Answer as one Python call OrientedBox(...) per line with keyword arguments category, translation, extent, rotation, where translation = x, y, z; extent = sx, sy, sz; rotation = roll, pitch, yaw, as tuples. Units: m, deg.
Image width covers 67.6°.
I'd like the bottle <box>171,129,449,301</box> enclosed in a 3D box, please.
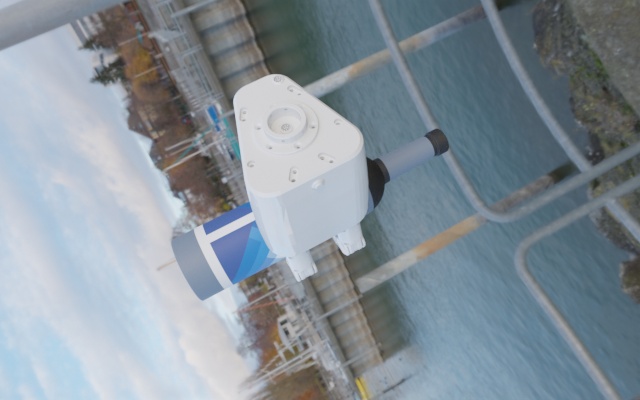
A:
OrientedBox(category="bottle", translation=(0.000, 0.002, 0.486), extent=(0.295, 0.069, 0.069), rotation=(-27, 5, -9))
